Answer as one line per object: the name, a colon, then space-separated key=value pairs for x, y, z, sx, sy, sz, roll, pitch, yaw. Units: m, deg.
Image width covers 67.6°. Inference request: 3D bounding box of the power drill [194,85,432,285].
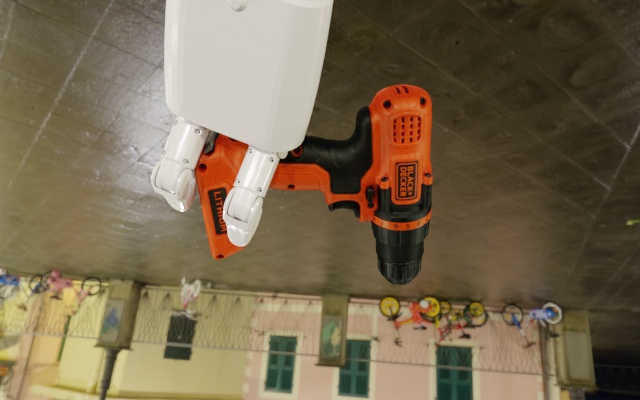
power drill: x=0.000 y=0.001 z=0.400 sx=0.187 sy=0.184 sz=0.057 roll=-6 pitch=29 yaw=-3
